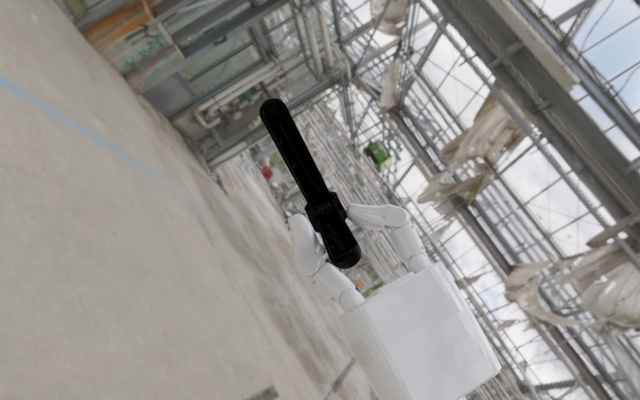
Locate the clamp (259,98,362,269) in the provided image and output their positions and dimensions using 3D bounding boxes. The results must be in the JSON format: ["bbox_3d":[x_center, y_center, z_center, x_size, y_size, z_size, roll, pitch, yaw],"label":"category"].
[{"bbox_3d":[0.001,0.002,0.473,0.036,0.164,0.210,-26,-16,1],"label":"clamp"}]
